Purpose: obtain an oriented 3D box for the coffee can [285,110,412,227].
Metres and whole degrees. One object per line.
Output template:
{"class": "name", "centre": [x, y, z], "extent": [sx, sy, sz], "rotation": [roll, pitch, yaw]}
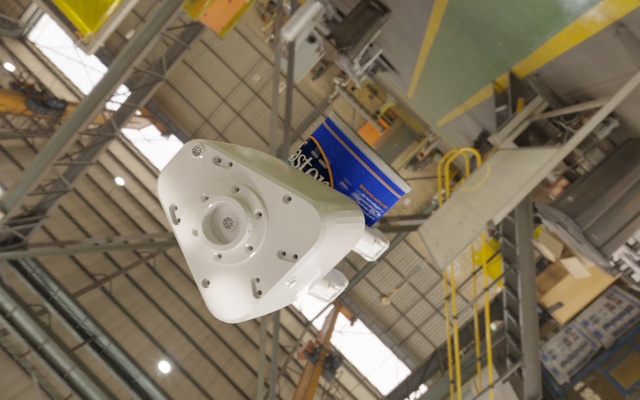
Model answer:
{"class": "coffee can", "centre": [0.000, 0.001, 0.451], "extent": [0.103, 0.140, 0.102], "rotation": [43, 10, -9]}
